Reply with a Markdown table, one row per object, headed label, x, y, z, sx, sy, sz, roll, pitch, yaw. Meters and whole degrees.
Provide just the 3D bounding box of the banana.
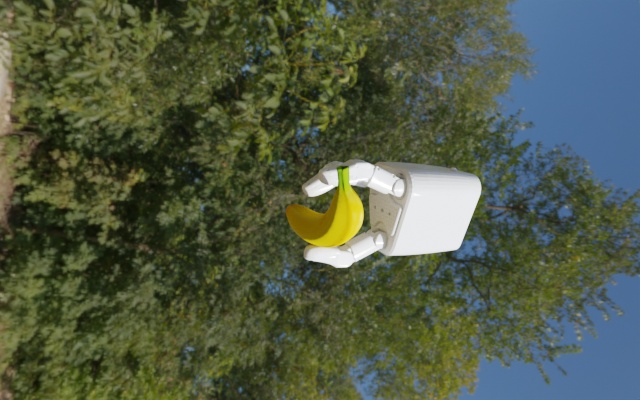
| label | x | y | z | sx | sy | sz | roll | pitch | yaw |
| --- | --- | --- | --- | --- | --- | --- | --- | --- | --- |
| banana | 0.004 | 0.019 | 0.533 | 0.037 | 0.069 | 0.198 | -5 | -11 | -22 |
